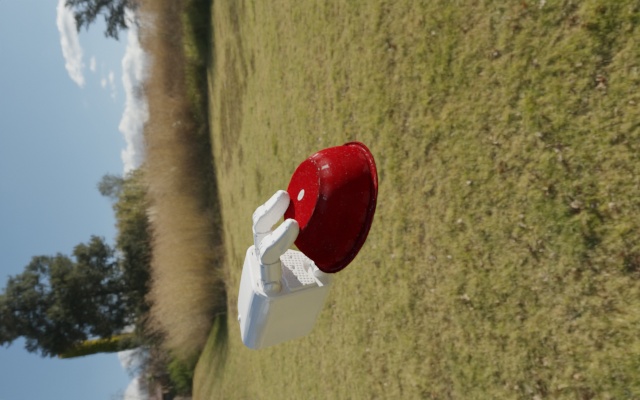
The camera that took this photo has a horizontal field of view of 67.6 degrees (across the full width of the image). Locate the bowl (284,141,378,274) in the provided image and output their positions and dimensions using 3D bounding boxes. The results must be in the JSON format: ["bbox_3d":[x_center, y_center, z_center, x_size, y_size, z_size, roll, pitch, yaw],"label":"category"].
[{"bbox_3d":[0.000,0.001,0.561,0.055,0.162,0.162,14,-6,-26],"label":"bowl"}]
